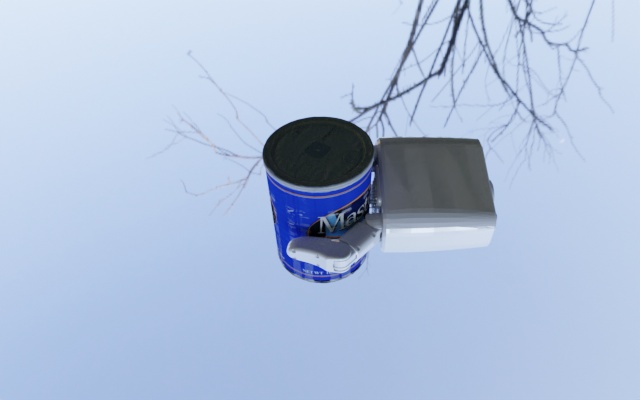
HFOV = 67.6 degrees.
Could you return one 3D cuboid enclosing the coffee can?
[{"bbox_3d":[0.000,0.002,0.485,0.103,0.102,0.140,-1,-45,1],"label":"coffee can"}]
